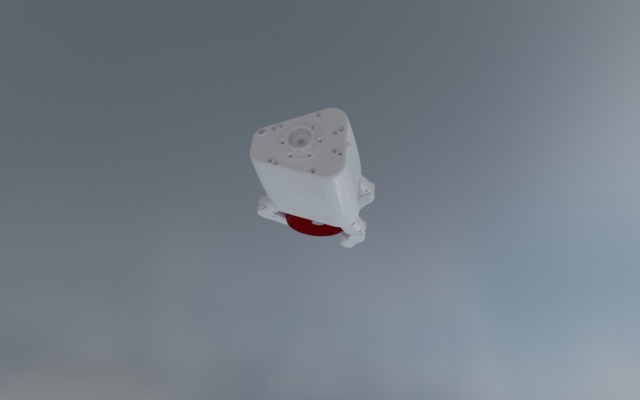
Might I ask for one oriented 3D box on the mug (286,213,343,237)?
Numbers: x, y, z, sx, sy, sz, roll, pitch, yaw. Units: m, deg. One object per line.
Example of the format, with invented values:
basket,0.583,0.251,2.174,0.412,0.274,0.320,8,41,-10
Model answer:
mug,0.000,0.003,0.650,0.093,0.081,0.117,-1,-29,12
